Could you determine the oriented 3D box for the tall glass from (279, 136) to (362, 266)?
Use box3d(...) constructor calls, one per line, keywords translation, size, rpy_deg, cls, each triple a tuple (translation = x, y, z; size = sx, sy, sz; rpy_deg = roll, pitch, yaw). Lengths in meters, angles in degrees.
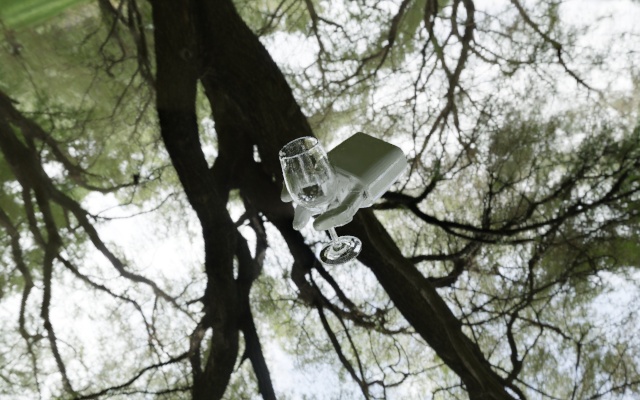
box3d(translation=(0.000, 0.003, 0.740), size=(0.079, 0.201, 0.079), rpy_deg=(-17, 30, 10), cls="tall glass")
